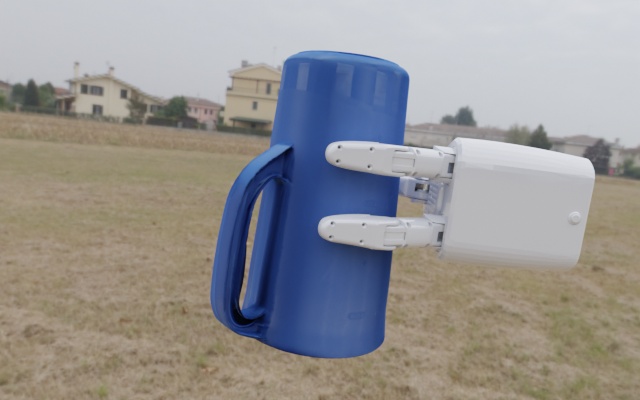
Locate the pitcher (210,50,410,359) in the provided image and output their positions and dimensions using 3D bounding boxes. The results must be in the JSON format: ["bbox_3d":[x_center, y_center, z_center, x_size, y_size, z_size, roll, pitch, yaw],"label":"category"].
[{"bbox_3d":[0.000,0.001,0.413,0.145,0.243,0.149,8,8,3],"label":"pitcher"}]
